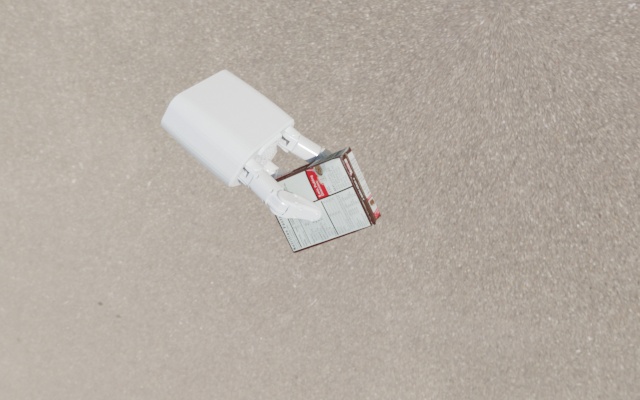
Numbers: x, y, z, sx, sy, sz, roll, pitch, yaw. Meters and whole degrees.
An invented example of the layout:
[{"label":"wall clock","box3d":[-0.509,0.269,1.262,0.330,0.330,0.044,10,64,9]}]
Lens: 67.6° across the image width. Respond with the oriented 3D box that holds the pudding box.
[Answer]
[{"label":"pudding box","box3d":[0.000,0.002,0.552,0.113,0.090,0.039,-20,11,27]}]
